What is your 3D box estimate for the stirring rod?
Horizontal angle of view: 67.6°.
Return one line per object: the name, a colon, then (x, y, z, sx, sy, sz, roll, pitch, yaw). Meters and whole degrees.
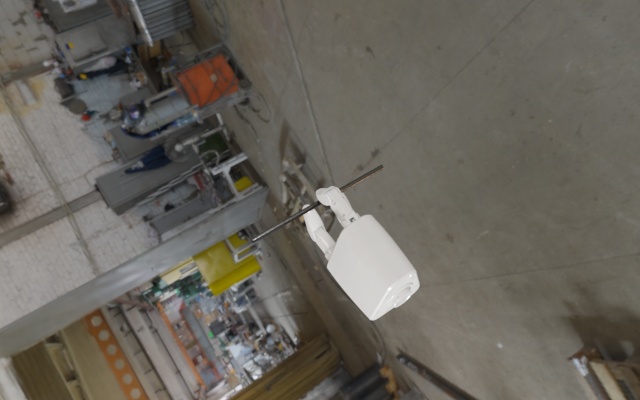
stirring rod: (0.000, 0.002, 0.731, 0.239, 0.011, 0.011, -30, 10, -18)
